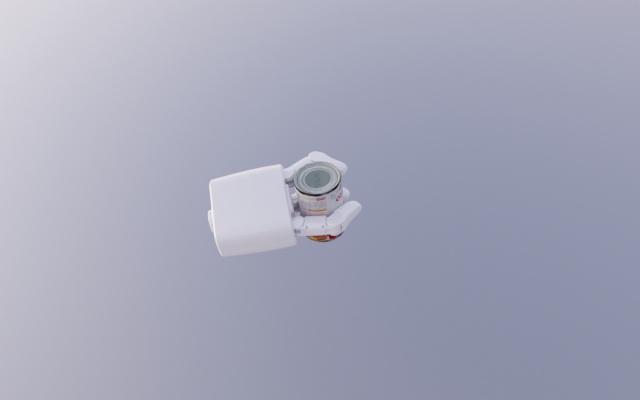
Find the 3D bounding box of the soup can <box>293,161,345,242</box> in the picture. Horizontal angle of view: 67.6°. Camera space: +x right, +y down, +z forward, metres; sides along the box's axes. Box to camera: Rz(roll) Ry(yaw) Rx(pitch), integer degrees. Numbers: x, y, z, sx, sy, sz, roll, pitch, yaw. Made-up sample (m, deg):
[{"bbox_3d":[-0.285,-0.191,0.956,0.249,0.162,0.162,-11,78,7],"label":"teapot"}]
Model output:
[{"bbox_3d":[0.001,0.002,0.683,0.068,0.068,0.102,0,-43,8],"label":"soup can"}]
